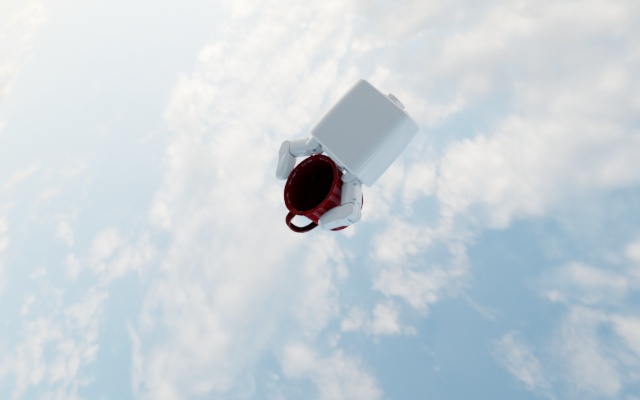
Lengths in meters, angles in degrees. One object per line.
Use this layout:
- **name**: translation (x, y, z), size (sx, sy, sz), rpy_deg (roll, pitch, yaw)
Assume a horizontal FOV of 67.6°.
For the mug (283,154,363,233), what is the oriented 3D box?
- **mug**: translation (-0.001, 0.003, 0.682), size (0.081, 0.117, 0.093), rpy_deg (34, 12, -45)
